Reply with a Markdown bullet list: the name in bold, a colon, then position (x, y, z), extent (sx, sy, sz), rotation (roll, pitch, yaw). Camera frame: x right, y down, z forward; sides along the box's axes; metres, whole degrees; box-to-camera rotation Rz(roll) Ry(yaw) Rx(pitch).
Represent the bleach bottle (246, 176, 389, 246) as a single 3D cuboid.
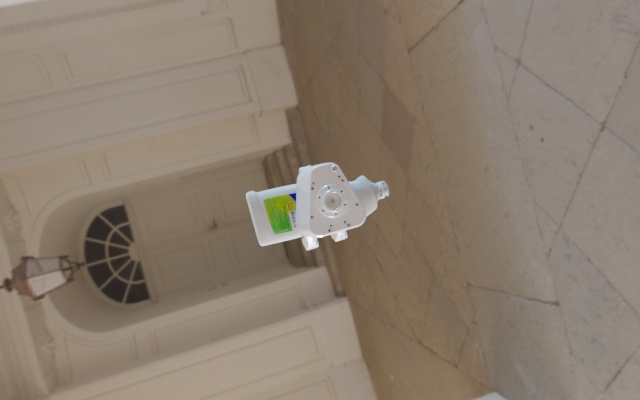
- **bleach bottle**: position (0.000, 0.003, 0.862), extent (0.251, 0.102, 0.068), rotation (-16, 2, -10)
